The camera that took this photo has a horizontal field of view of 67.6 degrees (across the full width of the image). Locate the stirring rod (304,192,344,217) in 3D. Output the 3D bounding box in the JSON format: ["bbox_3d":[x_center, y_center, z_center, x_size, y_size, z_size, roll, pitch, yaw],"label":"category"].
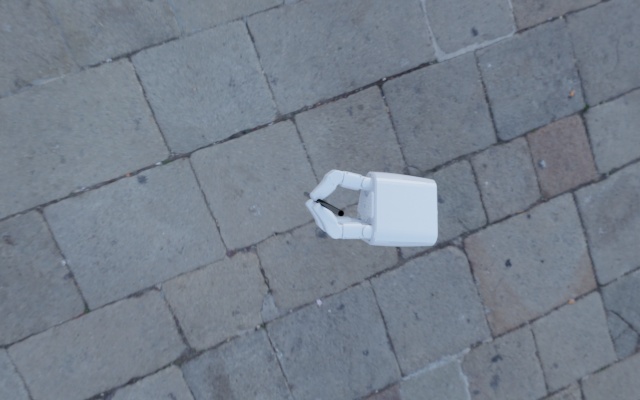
[{"bbox_3d":[0.000,0.002,0.714,0.011,0.011,0.239,0,7,-12],"label":"stirring rod"}]
